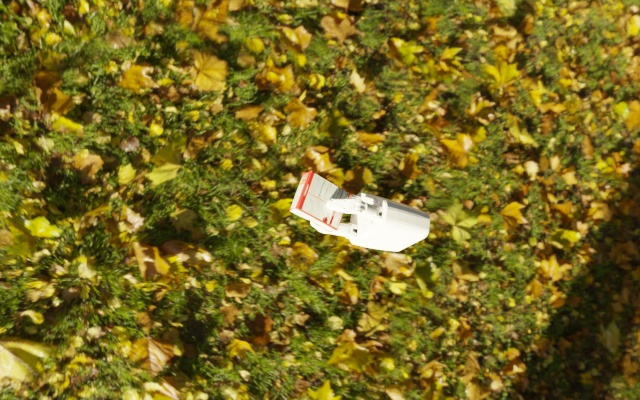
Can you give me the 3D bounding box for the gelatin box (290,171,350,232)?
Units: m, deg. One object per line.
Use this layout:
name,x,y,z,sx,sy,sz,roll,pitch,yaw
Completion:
gelatin box,0.000,0.002,0.810,0.089,0.073,0.030,29,-22,-26
